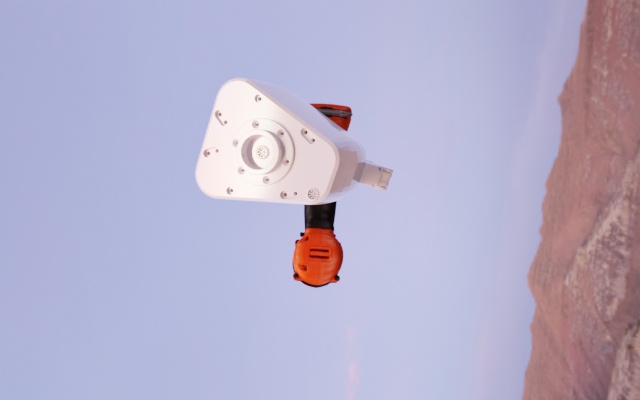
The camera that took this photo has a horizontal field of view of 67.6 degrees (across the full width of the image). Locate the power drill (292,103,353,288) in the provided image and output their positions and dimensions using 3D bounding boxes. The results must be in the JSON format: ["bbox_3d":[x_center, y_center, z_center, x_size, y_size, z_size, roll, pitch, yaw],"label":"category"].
[{"bbox_3d":[0.000,0.001,0.530,0.057,0.187,0.184,2,-12,-3],"label":"power drill"}]
